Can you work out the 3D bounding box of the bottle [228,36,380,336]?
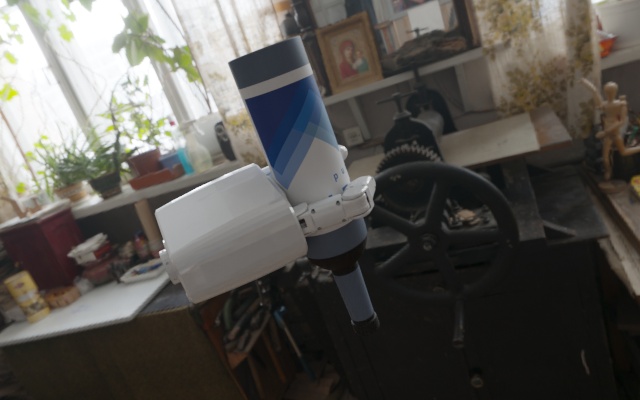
[{"bbox_3d":[0.000,0.001,0.453,0.069,0.296,0.069,-18,18,6],"label":"bottle"}]
